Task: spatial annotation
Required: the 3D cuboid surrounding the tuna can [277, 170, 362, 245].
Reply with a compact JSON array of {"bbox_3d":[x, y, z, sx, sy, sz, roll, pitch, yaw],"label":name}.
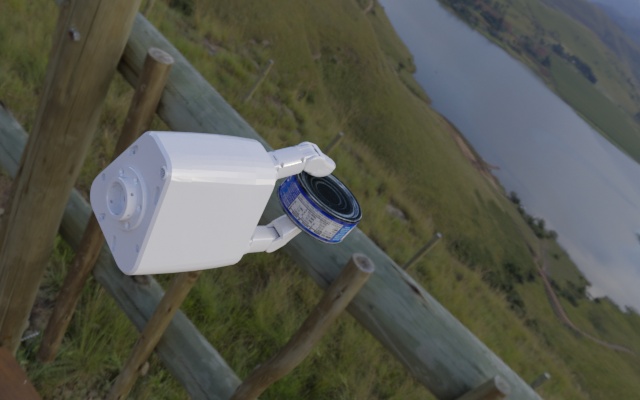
[{"bbox_3d":[0.000,0.001,0.483,0.034,0.086,0.086,-49,-25,24],"label":"tuna can"}]
